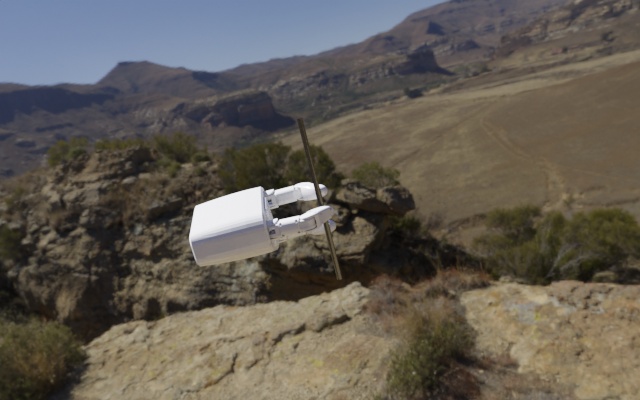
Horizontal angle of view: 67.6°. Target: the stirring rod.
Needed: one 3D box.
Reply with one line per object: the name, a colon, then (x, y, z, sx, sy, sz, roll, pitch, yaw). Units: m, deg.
stirring rod: (0.000, 0.002, 0.678, 0.011, 0.239, 0.011, -13, 14, 3)
